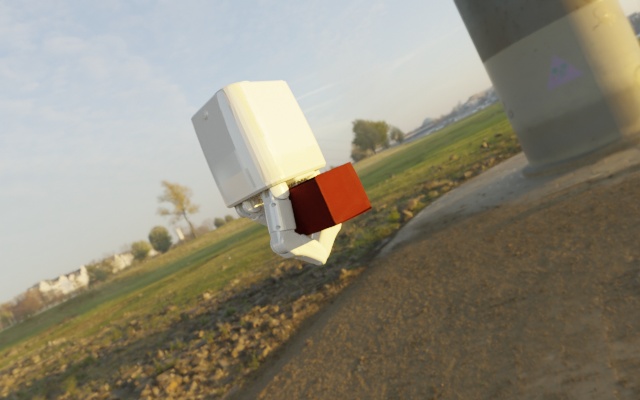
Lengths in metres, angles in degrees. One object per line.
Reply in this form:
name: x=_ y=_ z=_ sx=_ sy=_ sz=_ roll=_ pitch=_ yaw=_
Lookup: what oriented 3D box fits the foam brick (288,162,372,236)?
foam brick: x=0.000 y=0.002 z=0.477 sx=0.053 sy=0.051 sz=0.078 roll=-23 pitch=1 yaw=-40
